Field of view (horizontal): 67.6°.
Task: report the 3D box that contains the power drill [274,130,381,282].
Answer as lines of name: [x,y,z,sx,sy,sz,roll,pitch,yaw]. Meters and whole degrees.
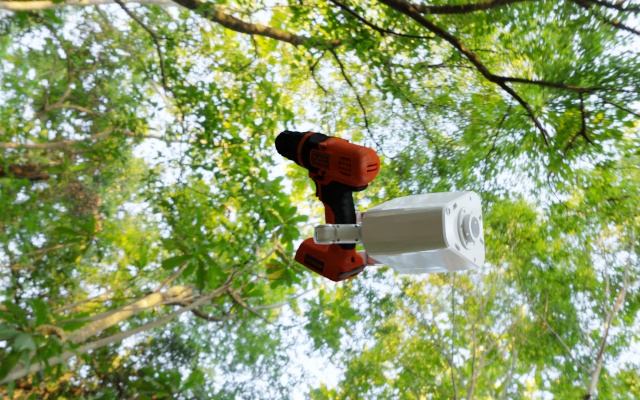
power drill: [0.000,0.003,0.645,0.057,0.188,0.184,-17,25,-36]
